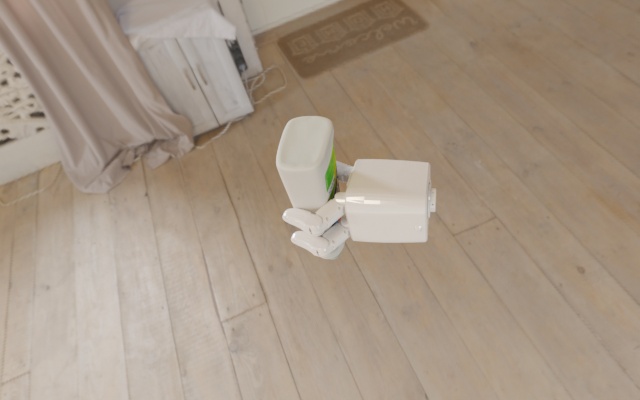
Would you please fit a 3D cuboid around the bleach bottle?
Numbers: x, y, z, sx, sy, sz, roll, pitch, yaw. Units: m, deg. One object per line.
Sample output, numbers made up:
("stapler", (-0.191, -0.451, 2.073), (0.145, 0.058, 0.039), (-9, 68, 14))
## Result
("bleach bottle", (0.000, 0.002, 0.702), (0.068, 0.102, 0.251), (2, -37, 15))
